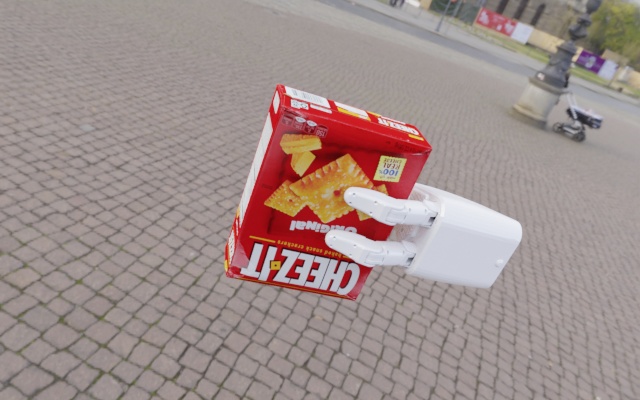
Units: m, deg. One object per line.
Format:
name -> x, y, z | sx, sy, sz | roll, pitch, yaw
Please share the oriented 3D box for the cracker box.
cracker box -> 0.000, 0.001, 0.529 | 0.164, 0.214, 0.072 | 14, 27, -16
